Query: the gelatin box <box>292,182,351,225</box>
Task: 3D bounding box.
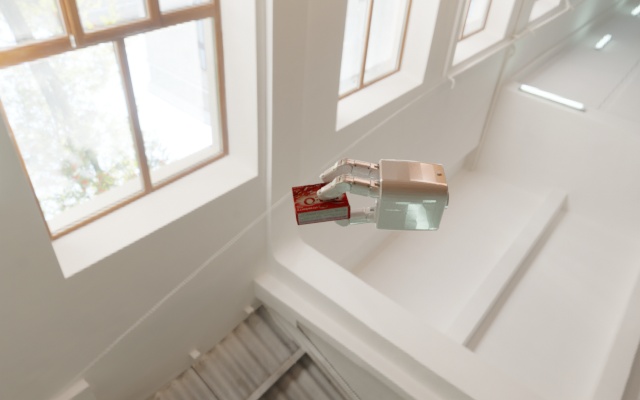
[{"bbox_3d":[0.000,0.003,0.787,0.089,0.030,0.073,-8,37,-4],"label":"gelatin box"}]
